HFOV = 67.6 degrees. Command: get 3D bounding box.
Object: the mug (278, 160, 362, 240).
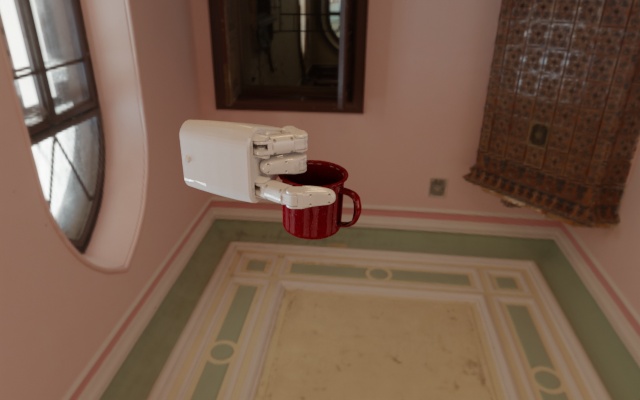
[{"bbox_3d":[0.001,0.003,0.641,0.117,0.081,0.093,13,28,22],"label":"mug"}]
